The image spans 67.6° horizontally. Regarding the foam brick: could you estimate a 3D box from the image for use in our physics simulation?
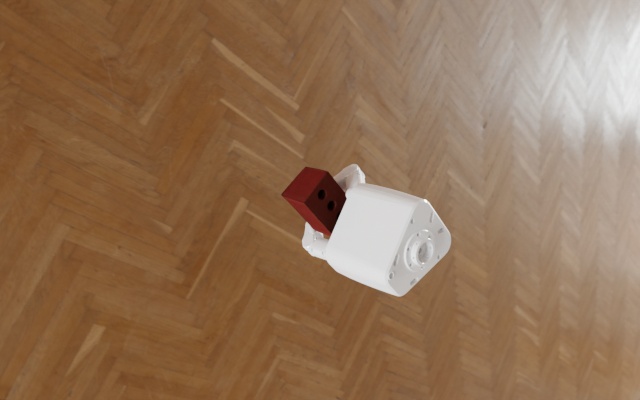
[{"bbox_3d":[0.000,0.002,0.620,0.051,0.053,0.078,17,-26,52],"label":"foam brick"}]
